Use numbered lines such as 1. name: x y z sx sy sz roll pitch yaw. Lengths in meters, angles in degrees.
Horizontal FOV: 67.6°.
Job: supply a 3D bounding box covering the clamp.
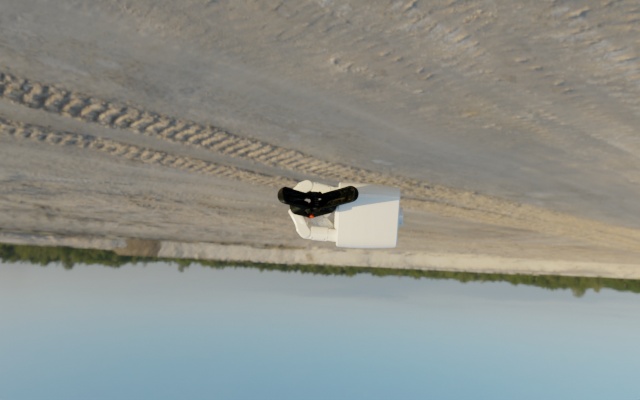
1. clamp: 0.000 0.003 0.776 0.120 0.039 0.171 3 -8 4
